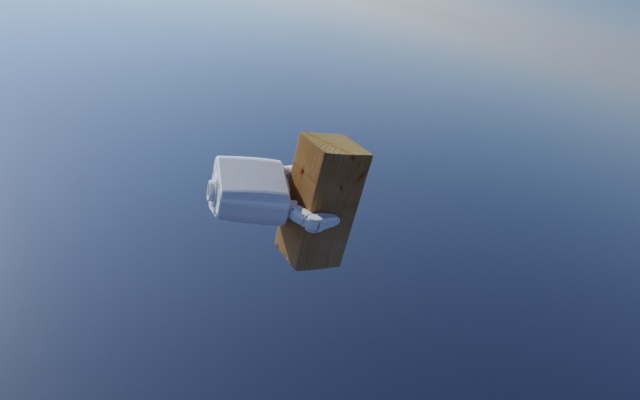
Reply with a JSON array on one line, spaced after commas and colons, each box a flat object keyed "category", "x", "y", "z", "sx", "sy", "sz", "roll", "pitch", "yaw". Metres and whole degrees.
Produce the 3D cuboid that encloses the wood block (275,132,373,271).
[{"category": "wood block", "x": 0.000, "y": 0.003, "z": 0.780, "sx": 0.090, "sy": 0.206, "sz": 0.090, "roll": -1, "pitch": 29, "yaw": -32}]
